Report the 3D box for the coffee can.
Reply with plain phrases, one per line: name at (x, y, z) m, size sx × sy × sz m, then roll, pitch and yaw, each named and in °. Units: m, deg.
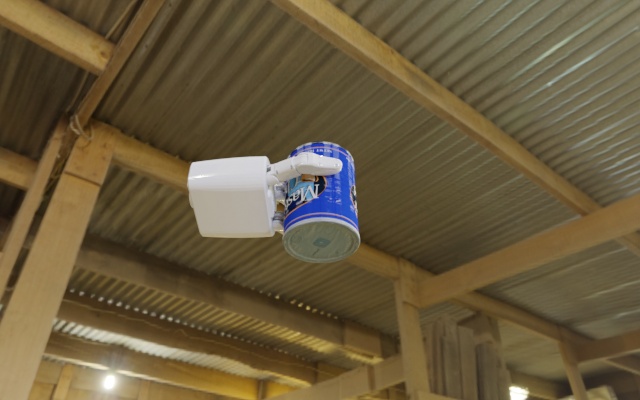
coffee can at (0.000, 0.002, 0.673) m, size 0.103 × 0.140 × 0.103 m, roll -1°, pitch -38°, yaw 0°
